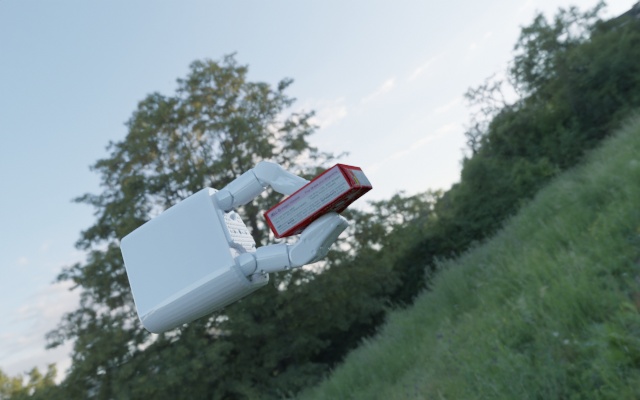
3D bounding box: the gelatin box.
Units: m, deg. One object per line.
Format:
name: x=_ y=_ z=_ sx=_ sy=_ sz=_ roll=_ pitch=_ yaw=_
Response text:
gelatin box: x=0.000 y=0.001 z=0.453 sx=0.089 sy=0.030 sz=0.073 roll=-35 pitch=-11 yaw=17
